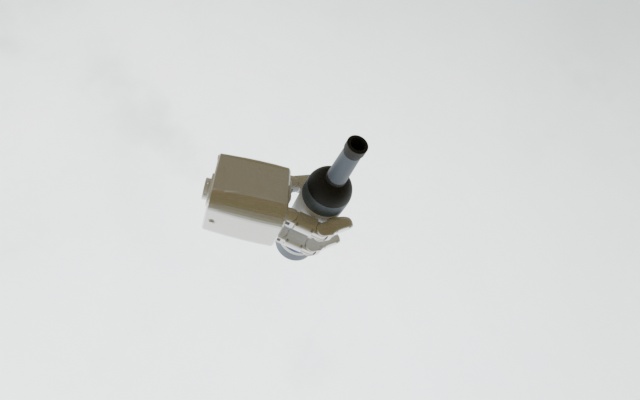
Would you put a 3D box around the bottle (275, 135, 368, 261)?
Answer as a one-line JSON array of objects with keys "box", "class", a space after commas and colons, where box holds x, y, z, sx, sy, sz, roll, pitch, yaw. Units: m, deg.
[{"box": [0.000, 0.002, 0.689, 0.069, 0.069, 0.296, 0, -28, -20], "class": "bottle"}]
